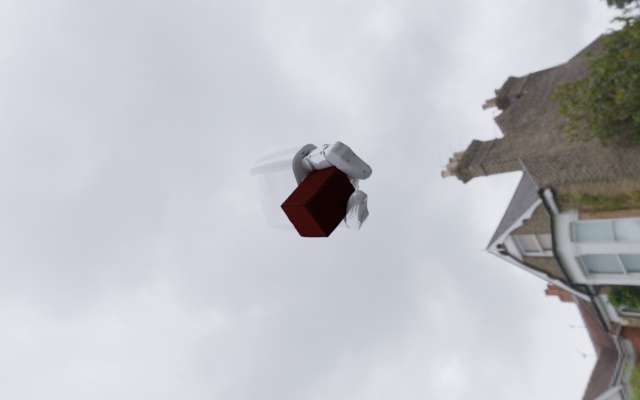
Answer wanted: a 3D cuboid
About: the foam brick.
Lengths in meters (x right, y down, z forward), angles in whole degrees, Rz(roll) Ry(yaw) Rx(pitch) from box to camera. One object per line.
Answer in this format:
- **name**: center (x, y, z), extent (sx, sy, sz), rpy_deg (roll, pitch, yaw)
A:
- **foam brick**: center (0.000, 0.002, 0.586), extent (0.051, 0.053, 0.078), rpy_deg (-4, 36, 47)
